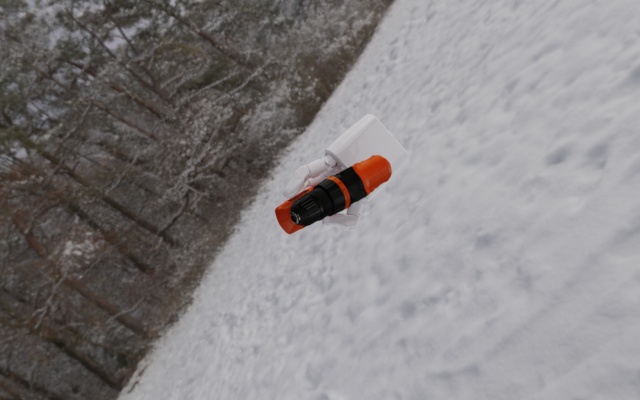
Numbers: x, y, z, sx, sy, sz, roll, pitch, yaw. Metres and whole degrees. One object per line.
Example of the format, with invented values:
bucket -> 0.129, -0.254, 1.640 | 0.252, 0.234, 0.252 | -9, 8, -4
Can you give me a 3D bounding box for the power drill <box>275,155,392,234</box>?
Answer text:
power drill -> 0.000, 0.002, 0.743 | 0.184, 0.057, 0.188 | -28, 2, -32
